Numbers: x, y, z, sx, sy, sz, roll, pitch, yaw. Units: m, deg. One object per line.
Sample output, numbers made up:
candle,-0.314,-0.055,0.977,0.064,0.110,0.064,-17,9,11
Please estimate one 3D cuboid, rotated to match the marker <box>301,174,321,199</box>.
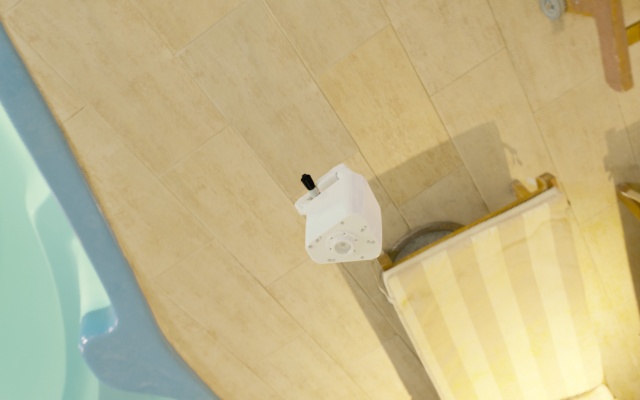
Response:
marker,0.000,0.003,0.820,0.020,0.121,0.020,-23,30,15
